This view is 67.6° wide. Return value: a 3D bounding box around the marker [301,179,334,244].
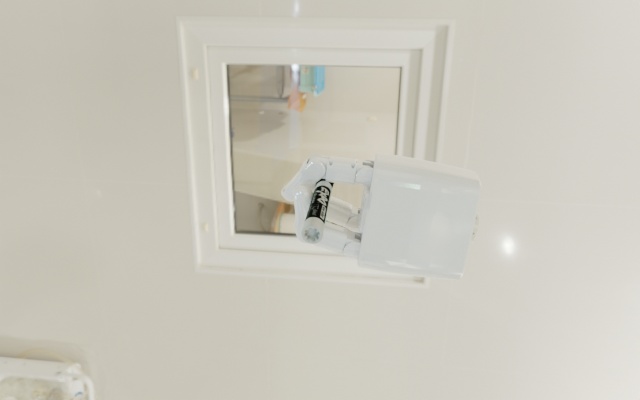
[{"bbox_3d":[0.000,0.001,0.457,0.020,0.020,0.121,0,27,8],"label":"marker"}]
